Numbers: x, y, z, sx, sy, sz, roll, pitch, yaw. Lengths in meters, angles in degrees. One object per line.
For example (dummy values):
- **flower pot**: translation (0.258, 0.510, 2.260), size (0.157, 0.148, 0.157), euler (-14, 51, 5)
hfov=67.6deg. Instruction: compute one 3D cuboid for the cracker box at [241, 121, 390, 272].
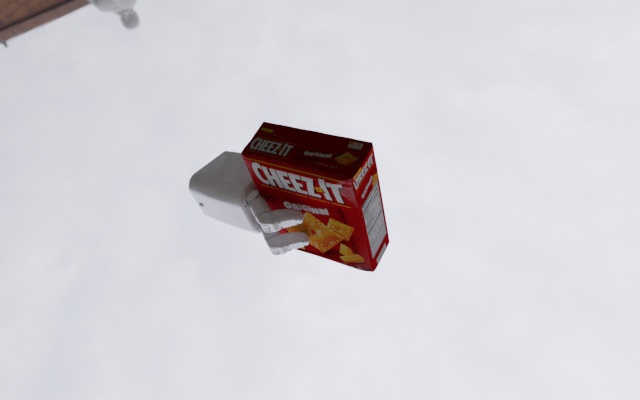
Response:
- **cracker box**: translation (0.000, 0.002, 0.671), size (0.164, 0.072, 0.214), euler (14, -34, 25)
